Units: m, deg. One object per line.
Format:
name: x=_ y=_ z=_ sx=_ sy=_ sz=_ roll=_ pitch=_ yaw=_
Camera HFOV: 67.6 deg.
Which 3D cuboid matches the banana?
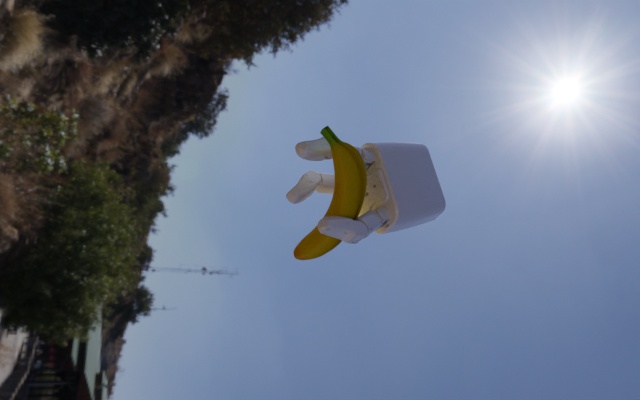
banana: x=0.016 y=0.008 z=0.584 sx=0.069 sy=0.198 sz=0.037 roll=31 pitch=35 yaw=23
